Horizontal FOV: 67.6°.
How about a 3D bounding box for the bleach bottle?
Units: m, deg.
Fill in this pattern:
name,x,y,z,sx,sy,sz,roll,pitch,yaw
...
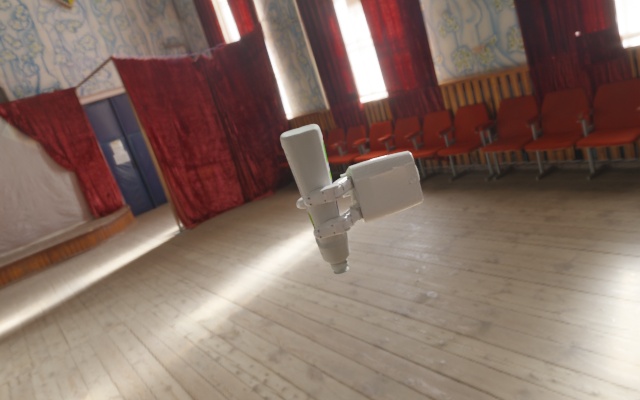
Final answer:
name,x,y,z,sx,sy,sz,roll,pitch,yaw
bleach bottle,0.000,0.003,0.804,0.068,0.251,0.102,-17,14,0
